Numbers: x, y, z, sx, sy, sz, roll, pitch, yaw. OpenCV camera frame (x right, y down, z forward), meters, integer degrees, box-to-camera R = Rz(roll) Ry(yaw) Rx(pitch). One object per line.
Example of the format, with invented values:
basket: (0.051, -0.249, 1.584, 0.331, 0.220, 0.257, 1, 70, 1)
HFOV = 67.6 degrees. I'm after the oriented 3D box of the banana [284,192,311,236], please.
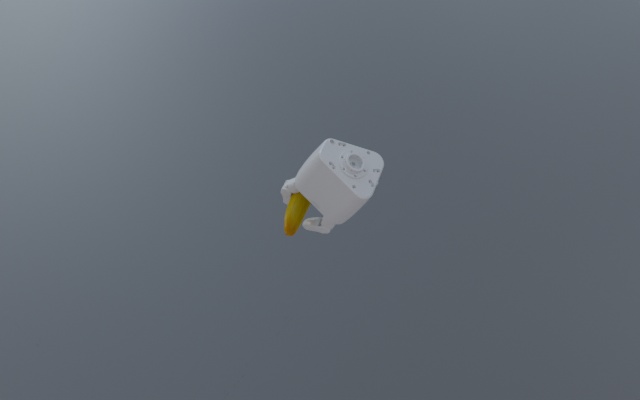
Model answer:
banana: (-0.009, -0.014, 0.873, 0.197, 0.069, 0.037, -38, 5, -35)
